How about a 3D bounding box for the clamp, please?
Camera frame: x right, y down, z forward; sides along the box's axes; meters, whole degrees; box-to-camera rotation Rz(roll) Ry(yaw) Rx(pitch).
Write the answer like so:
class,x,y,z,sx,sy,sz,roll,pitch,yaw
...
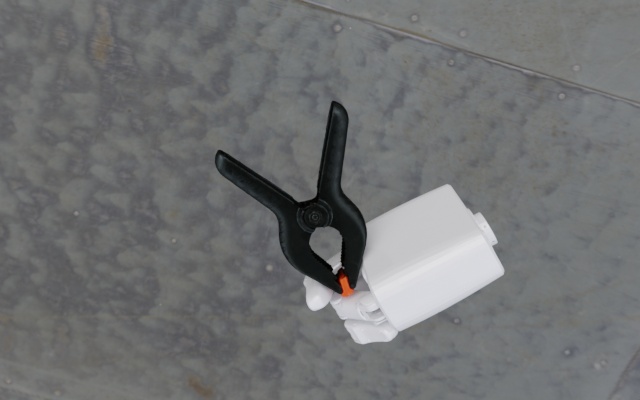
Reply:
class,x,y,z,sx,sy,sz,roll,pitch,yaw
clamp,0.000,0.002,0.423,0.120,0.171,0.039,-30,15,9
